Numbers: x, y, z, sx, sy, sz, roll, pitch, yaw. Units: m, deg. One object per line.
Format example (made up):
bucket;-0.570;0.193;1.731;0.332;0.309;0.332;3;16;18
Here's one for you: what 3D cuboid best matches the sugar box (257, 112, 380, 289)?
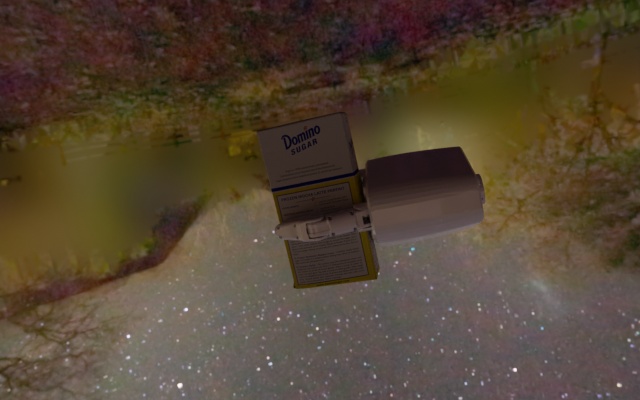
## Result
sugar box;0.000;0.002;0.509;0.093;0.176;0.048;-10;7;13
